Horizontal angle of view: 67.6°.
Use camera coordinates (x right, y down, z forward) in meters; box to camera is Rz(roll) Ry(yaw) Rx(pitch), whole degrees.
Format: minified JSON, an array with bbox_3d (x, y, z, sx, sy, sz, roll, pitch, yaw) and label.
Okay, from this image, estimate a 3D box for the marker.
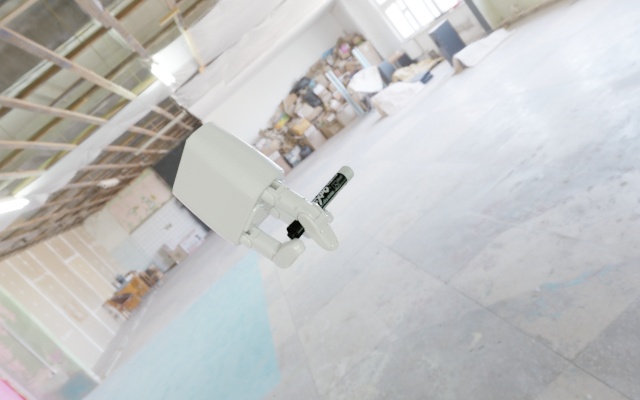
[{"bbox_3d":[0.000,0.002,0.553,0.020,0.020,0.121,0,39,46],"label":"marker"}]
